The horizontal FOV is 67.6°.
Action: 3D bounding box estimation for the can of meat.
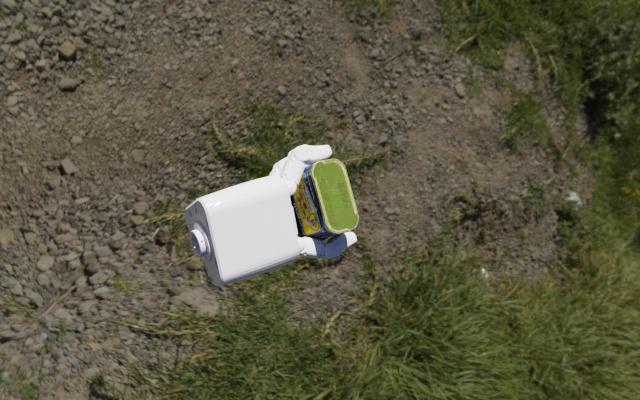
[{"bbox_3d":[0.000,0.002,0.636,0.057,0.102,0.084,-13,-5,-31],"label":"can of meat"}]
